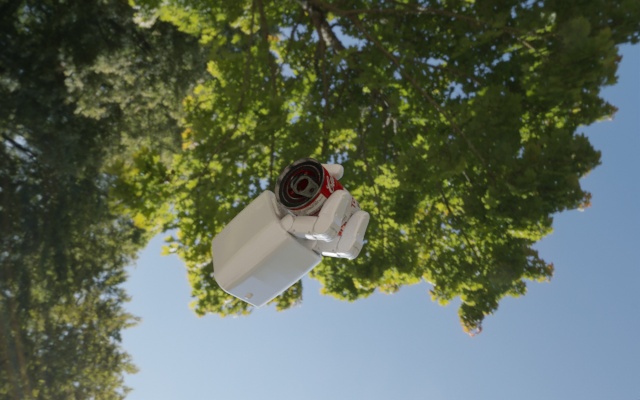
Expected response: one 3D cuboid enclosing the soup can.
[{"bbox_3d":[0.001,0.002,0.591,0.068,0.068,0.102,0,-27,35],"label":"soup can"}]
